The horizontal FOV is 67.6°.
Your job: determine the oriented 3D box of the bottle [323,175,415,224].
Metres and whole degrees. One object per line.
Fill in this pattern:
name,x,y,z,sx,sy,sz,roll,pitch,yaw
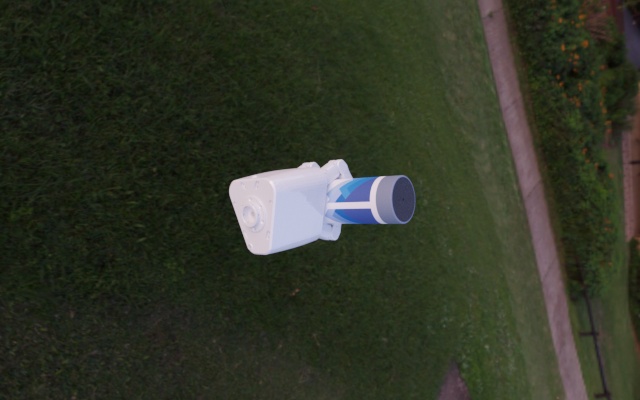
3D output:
bottle,0.000,0.002,0.744,0.296,0.069,0.069,-2,-1,39
